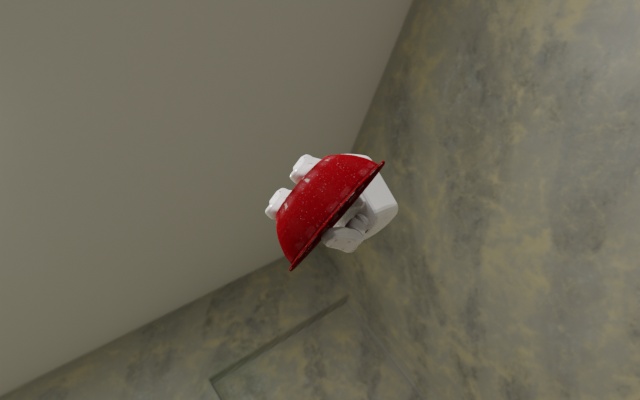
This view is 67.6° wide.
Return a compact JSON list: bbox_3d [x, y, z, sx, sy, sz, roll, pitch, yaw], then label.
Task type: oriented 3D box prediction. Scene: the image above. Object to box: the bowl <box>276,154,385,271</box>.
[{"bbox_3d":[0.000,0.002,0.535,0.055,0.162,0.162,41,4,4],"label":"bowl"}]
